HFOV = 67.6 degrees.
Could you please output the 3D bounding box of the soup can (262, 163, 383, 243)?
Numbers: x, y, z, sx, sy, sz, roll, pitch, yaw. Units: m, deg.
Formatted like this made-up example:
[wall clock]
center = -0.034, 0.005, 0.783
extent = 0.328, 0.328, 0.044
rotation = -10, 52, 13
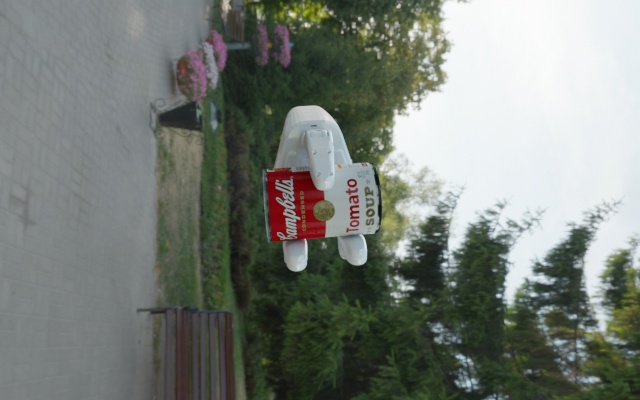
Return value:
[soup can]
center = 0.000, 0.001, 0.439
extent = 0.102, 0.068, 0.068
rotation = -4, 0, -5
